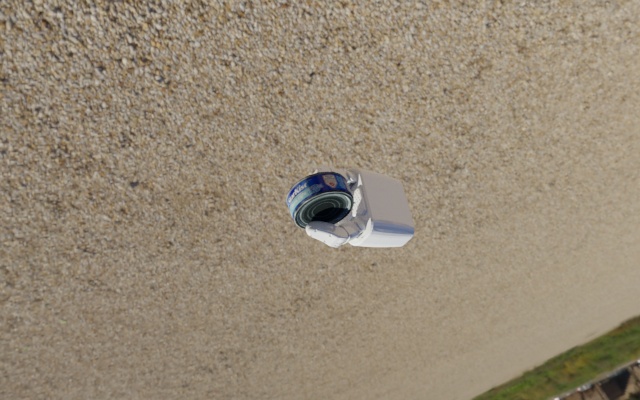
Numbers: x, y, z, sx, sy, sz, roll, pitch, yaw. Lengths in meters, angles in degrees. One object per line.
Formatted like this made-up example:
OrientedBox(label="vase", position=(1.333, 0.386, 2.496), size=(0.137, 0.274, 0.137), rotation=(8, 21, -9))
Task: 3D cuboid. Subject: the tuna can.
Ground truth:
OrientedBox(label="tuna can", position=(0.000, 0.003, 0.631), size=(0.086, 0.033, 0.086), rotation=(-14, -34, -10))
